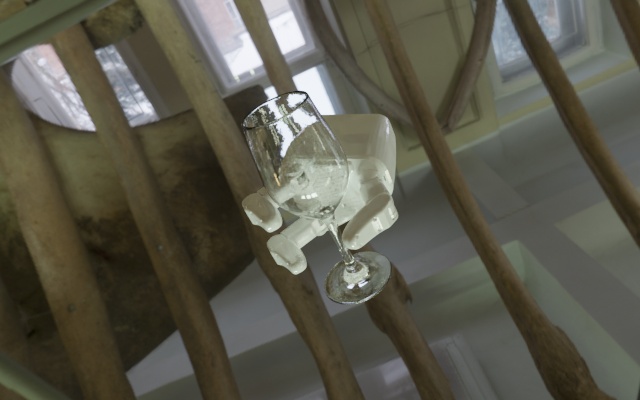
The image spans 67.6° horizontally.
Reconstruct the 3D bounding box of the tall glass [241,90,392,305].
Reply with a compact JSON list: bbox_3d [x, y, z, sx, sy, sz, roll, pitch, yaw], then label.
[{"bbox_3d":[0.000,0.002,0.445,0.079,0.201,0.079,-20,30,12],"label":"tall glass"}]
